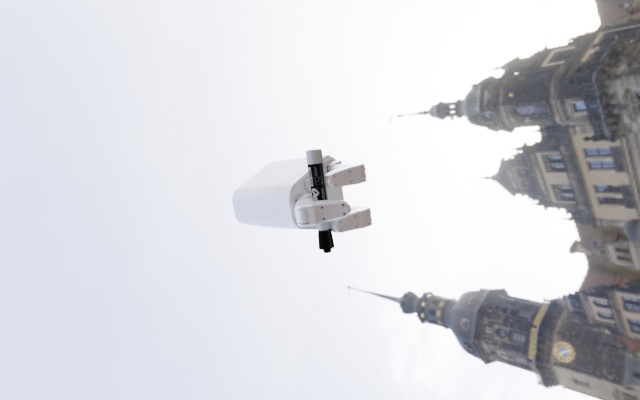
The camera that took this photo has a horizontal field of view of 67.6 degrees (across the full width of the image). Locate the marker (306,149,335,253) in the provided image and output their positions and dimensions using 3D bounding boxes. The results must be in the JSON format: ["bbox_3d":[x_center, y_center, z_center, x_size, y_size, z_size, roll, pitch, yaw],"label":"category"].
[{"bbox_3d":[0.000,0.002,0.550,0.020,0.121,0.020,-8,10,1],"label":"marker"}]
